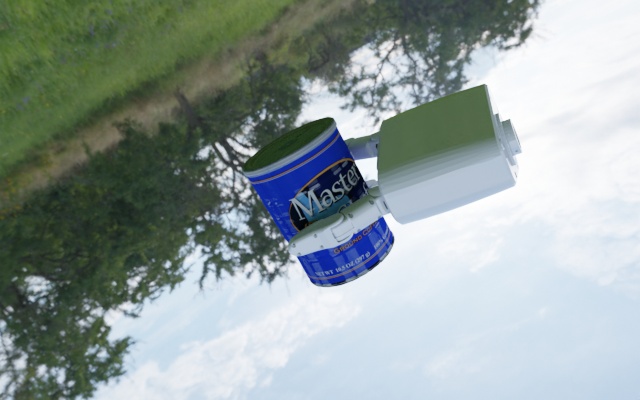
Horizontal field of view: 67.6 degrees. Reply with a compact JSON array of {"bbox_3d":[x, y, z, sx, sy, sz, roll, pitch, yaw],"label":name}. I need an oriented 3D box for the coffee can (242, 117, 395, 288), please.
[{"bbox_3d":[0.000,0.002,0.486,0.103,0.140,0.102,-26,19,10],"label":"coffee can"}]
